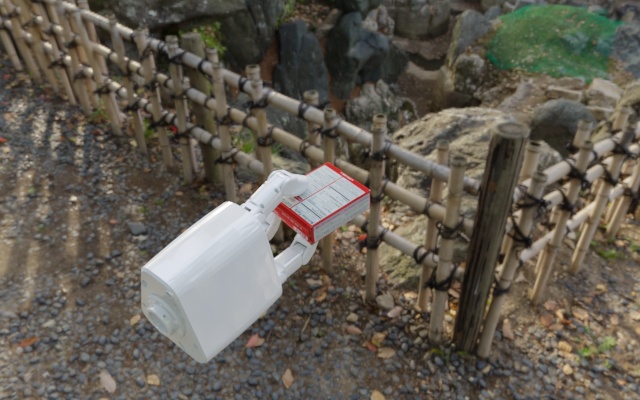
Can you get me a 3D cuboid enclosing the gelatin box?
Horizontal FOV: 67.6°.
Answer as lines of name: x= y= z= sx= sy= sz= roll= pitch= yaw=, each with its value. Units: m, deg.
gelatin box: x=0.000 y=0.001 z=0.532 sx=0.089 sy=0.030 sz=0.073 roll=-32 pitch=48 yaw=-27
